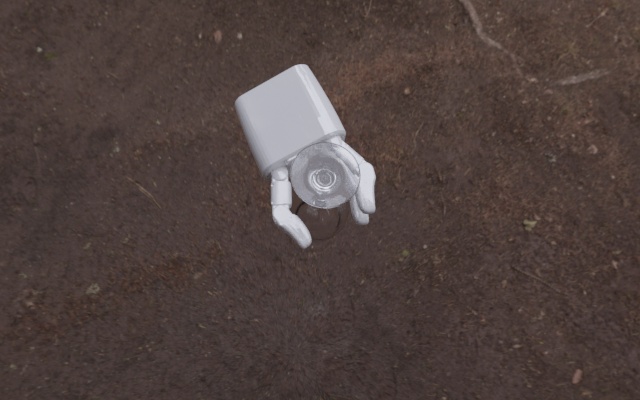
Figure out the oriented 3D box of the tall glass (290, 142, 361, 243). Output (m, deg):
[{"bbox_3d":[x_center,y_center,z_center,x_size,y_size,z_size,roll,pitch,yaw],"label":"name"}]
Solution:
[{"bbox_3d":[0.000,0.002,0.595,0.079,0.079,0.201,0,-18,-3],"label":"tall glass"}]
